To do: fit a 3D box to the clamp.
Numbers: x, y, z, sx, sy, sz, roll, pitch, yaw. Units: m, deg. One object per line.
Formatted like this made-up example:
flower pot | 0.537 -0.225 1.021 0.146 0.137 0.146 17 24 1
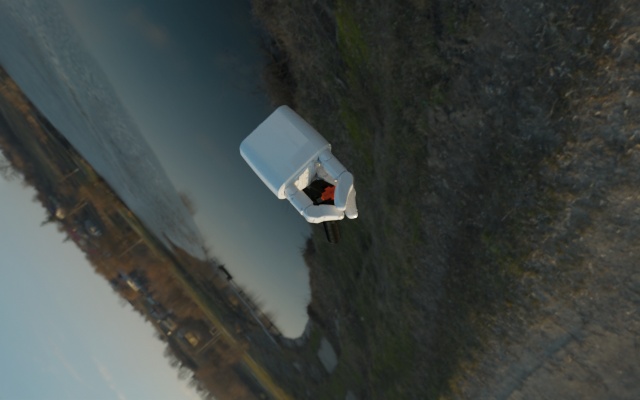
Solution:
clamp | 0.000 0.003 0.823 0.039 0.120 0.171 -38 -17 -19
